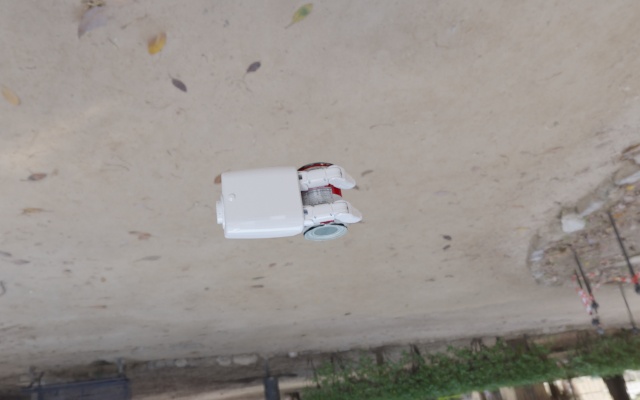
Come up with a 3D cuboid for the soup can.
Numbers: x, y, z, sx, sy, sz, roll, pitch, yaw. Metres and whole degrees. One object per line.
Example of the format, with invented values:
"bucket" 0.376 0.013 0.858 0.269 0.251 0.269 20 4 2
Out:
"soup can" 0.001 0.003 0.720 0.068 0.102 0.068 -8 -23 -3
